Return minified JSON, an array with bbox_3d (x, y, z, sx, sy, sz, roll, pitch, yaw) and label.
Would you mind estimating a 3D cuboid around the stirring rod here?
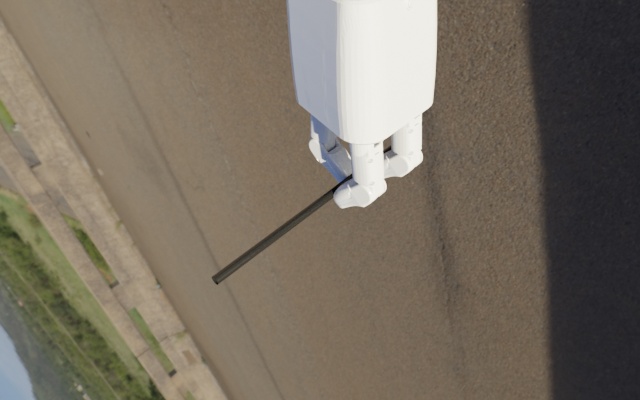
[{"bbox_3d":[0.000,0.001,0.435,0.239,0.011,0.011,-37,21,-31],"label":"stirring rod"}]
